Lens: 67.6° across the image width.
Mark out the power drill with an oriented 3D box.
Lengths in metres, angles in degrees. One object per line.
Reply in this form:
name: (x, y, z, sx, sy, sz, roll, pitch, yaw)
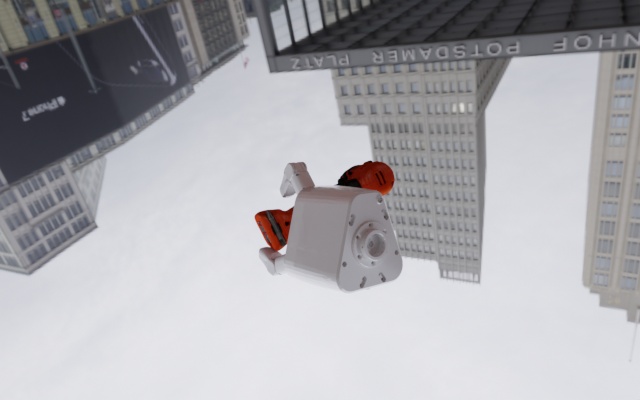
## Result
power drill: (0.000, 0.002, 0.683, 0.187, 0.057, 0.184, -28, 2, -10)
